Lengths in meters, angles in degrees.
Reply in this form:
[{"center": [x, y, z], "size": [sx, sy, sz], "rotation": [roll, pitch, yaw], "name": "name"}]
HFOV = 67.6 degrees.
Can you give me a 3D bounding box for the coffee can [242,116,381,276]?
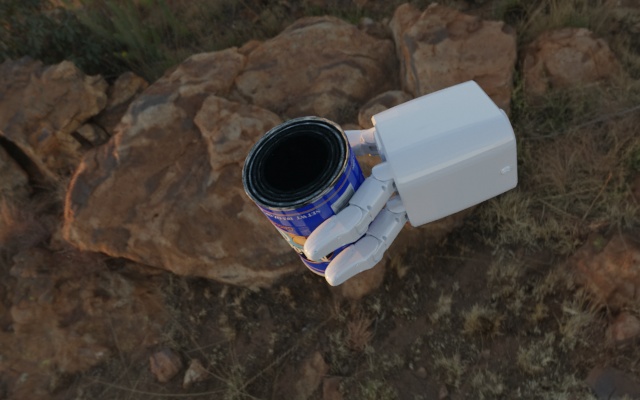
[{"center": [0.000, 0.002, 0.474], "size": [0.103, 0.102, 0.140], "rotation": [0, -32, 24], "name": "coffee can"}]
